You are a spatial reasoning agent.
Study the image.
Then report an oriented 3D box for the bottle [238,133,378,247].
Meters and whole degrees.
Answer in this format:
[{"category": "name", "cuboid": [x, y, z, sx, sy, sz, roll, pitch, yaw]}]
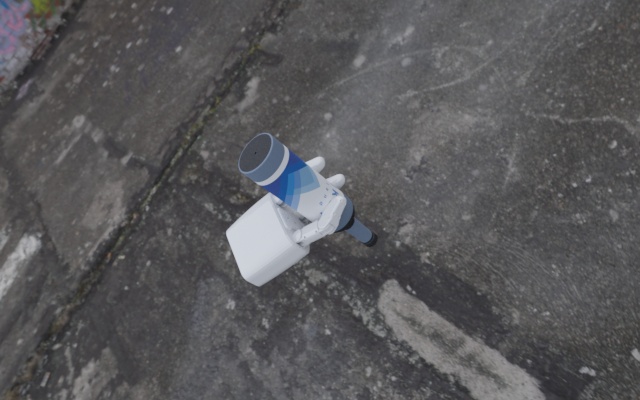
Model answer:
[{"category": "bottle", "cuboid": [0.000, 0.002, 0.752, 0.069, 0.069, 0.296, 0, -28, 44]}]
